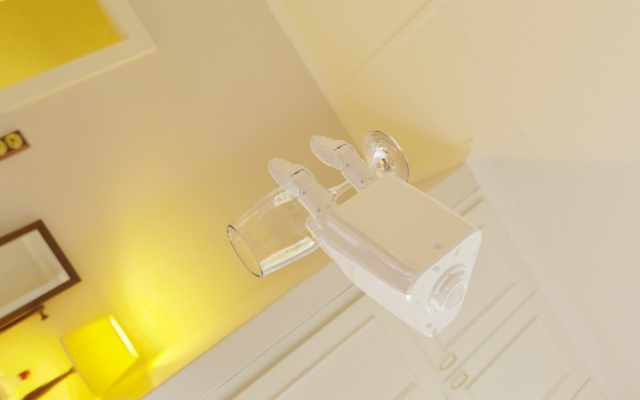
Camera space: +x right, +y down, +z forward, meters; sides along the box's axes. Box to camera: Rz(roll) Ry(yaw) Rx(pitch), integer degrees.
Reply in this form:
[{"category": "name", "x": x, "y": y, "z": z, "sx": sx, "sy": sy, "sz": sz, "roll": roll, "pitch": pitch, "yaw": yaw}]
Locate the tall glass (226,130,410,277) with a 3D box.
[{"category": "tall glass", "x": 0.001, "y": 0.001, "z": 0.514, "sx": 0.201, "sy": 0.079, "sz": 0.079, "roll": -33, "pitch": 14, "yaw": -24}]
